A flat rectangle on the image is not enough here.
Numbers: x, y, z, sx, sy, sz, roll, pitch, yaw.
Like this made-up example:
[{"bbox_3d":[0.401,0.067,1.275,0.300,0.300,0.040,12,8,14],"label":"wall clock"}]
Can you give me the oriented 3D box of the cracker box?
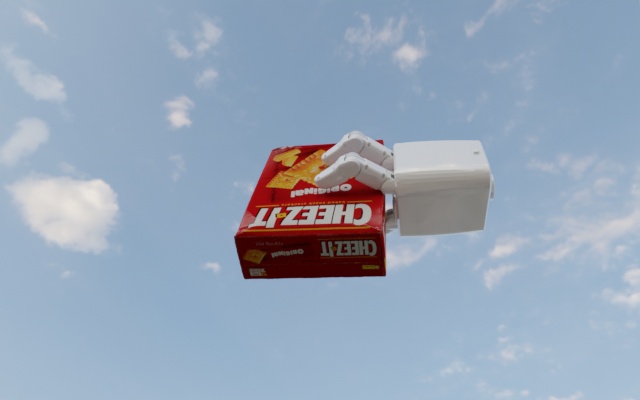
[{"bbox_3d":[0.000,0.002,0.601,0.164,0.072,0.213,-3,32,10],"label":"cracker box"}]
